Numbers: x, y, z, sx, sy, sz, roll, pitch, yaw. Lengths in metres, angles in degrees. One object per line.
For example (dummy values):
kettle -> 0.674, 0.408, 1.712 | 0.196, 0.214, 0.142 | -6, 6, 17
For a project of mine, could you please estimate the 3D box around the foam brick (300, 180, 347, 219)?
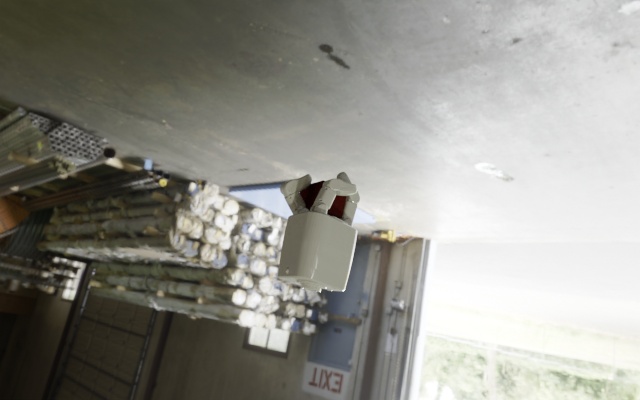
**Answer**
foam brick -> 0.000, 0.003, 0.821 | 0.053, 0.051, 0.078 | 21, -18, -28
